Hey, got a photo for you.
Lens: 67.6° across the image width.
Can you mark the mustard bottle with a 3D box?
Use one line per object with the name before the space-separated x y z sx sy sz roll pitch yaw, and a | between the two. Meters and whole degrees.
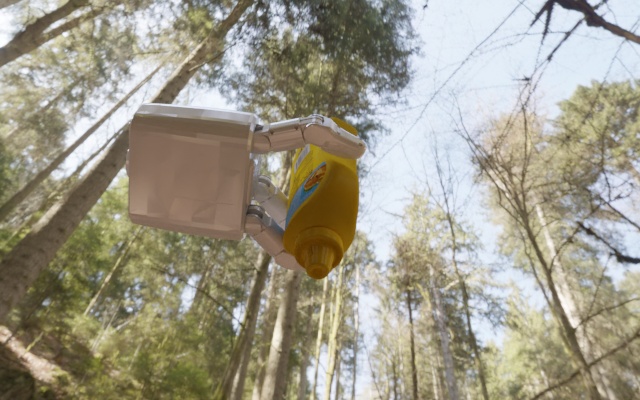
mustard bottle | 0.000 0.001 0.451 0.058 0.096 0.191 27 31 -16
